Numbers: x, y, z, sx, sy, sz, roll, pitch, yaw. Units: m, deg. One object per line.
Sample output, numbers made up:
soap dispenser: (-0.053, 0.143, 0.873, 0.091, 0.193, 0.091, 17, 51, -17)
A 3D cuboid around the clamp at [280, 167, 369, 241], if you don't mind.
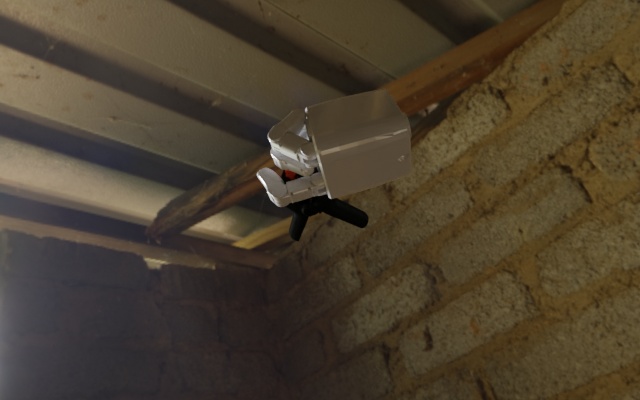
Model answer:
clamp: (0.000, 0.002, 0.652, 0.120, 0.039, 0.172, -12, -33, 4)
